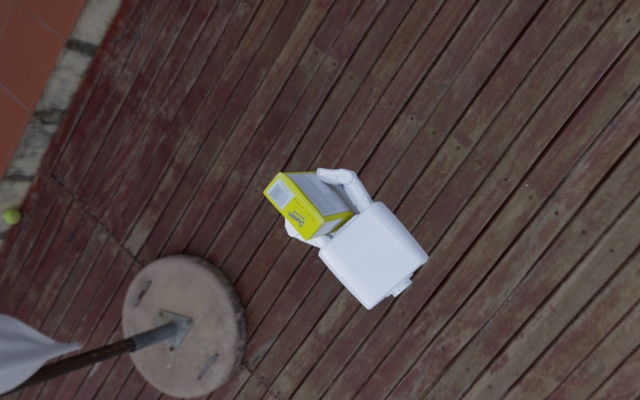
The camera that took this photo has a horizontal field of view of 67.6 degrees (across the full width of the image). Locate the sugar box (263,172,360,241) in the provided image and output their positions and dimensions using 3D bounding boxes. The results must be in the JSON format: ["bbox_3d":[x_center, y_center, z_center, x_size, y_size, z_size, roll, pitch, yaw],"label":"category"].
[{"bbox_3d":[0.000,0.003,0.699,0.048,0.093,0.176,-46,-16,18],"label":"sugar box"}]
